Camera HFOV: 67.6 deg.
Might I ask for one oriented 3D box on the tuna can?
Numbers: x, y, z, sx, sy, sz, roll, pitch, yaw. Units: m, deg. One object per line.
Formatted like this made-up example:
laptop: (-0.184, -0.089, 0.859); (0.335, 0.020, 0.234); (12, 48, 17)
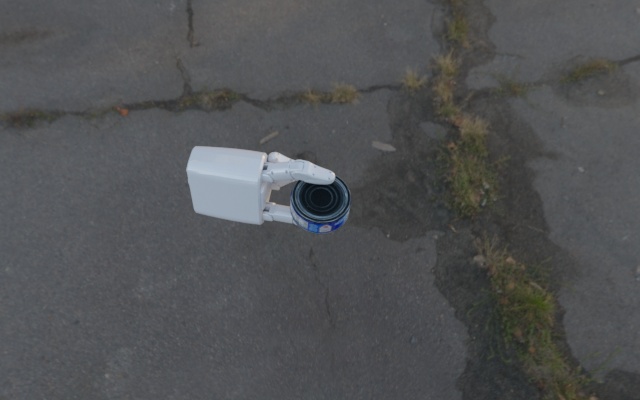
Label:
tuna can: (0.000, 0.002, 0.671); (0.086, 0.086, 0.034); (0, -30, -5)
